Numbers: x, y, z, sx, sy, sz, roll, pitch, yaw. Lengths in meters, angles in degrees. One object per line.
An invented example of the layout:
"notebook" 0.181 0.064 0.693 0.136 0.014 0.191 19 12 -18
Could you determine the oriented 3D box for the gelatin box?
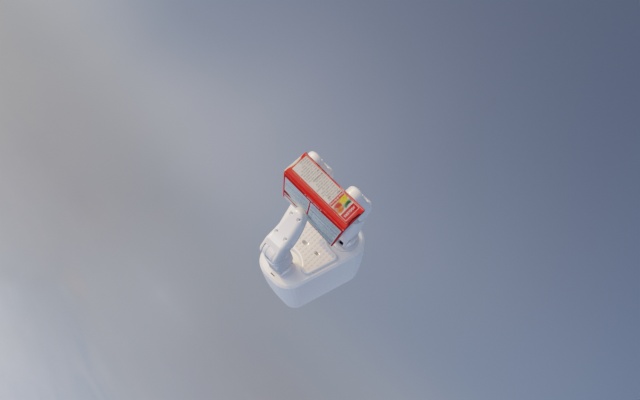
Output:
"gelatin box" 0.000 0.002 0.446 0.030 0.073 0.089 -44 -7 -13
